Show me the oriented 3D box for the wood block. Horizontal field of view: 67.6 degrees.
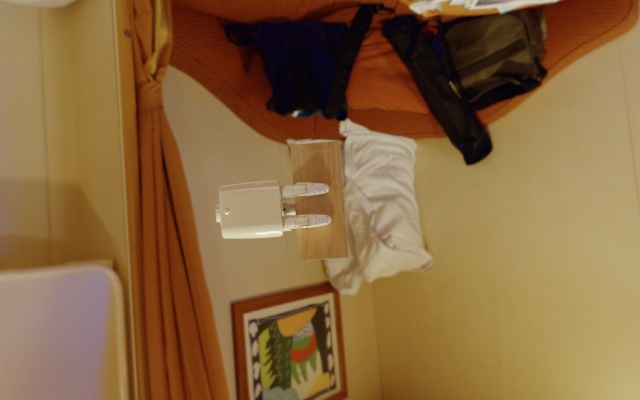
[{"bbox_3d":[0.000,0.003,0.881,0.090,0.206,0.091,-4,-3,2],"label":"wood block"}]
